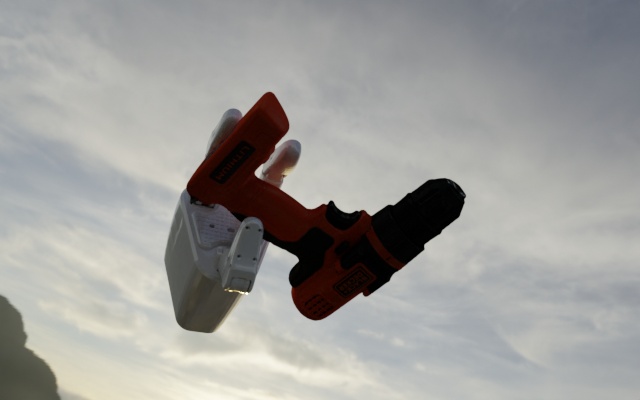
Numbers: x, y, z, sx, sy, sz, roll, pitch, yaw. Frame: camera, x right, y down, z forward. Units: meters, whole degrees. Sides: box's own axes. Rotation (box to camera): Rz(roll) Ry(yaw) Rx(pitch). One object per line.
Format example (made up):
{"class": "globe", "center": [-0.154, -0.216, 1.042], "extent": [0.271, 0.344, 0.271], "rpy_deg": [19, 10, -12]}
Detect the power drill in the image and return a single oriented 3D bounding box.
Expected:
{"class": "power drill", "center": [0.000, 0.001, 0.401], "extent": [0.184, 0.188, 0.057], "rpy_deg": [-41, 16, 20]}
